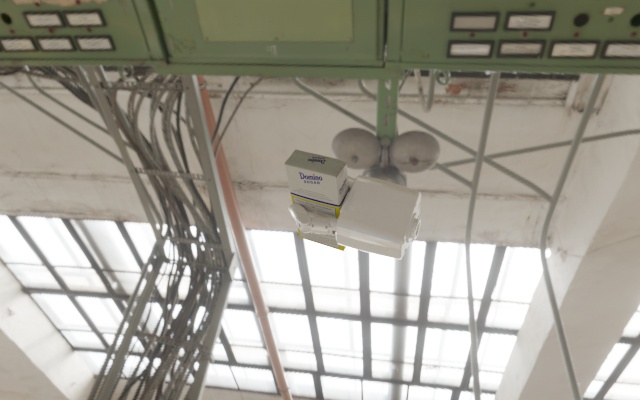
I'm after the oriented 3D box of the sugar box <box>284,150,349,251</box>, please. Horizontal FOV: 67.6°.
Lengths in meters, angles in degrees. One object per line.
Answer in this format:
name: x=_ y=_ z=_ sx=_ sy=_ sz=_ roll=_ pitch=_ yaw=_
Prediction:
sugar box: x=0.001 y=0.002 z=0.794 sx=0.093 sy=0.176 sz=0.048 roll=16 pitch=47 yaw=21
